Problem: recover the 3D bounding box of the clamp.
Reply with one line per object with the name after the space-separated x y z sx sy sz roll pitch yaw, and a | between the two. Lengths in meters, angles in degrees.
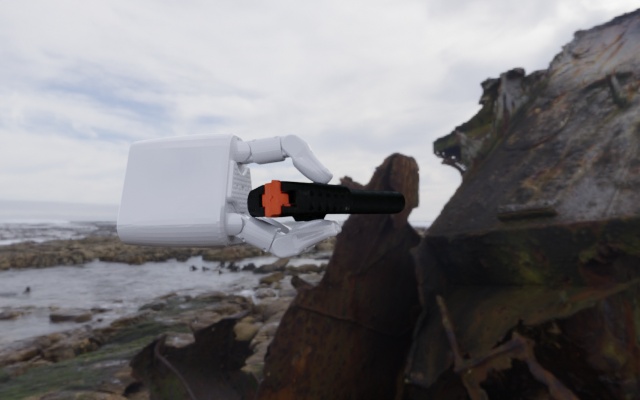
0.000 0.001 0.456 0.164 0.036 0.210 -3 -3 8 | clamp
